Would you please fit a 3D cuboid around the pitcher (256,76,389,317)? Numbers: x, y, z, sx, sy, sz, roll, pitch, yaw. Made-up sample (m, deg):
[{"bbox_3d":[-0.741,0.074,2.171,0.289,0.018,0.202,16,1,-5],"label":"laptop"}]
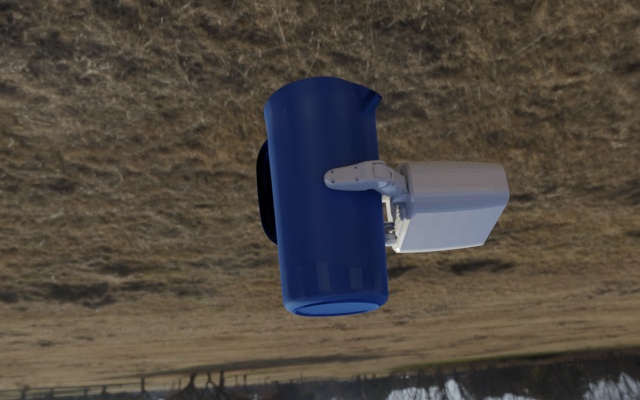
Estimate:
[{"bbox_3d":[0.000,0.002,0.533,0.145,0.242,0.149,-2,-22,-6],"label":"pitcher"}]
